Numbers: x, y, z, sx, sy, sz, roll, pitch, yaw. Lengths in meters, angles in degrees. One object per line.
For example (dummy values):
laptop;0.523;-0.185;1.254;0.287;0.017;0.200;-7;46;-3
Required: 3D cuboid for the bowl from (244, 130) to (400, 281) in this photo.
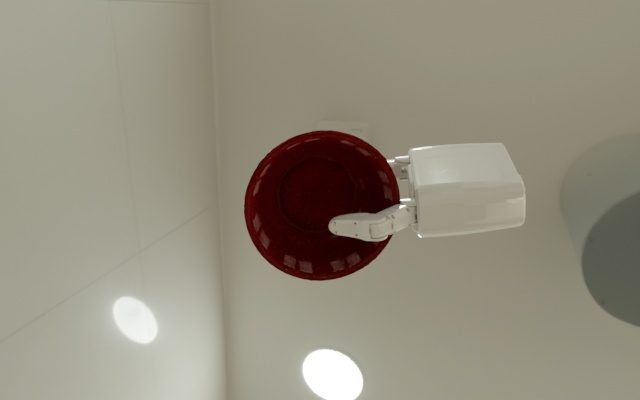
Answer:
bowl;-0.001;0.001;0.511;0.162;0.162;0.055;0;17;-8
